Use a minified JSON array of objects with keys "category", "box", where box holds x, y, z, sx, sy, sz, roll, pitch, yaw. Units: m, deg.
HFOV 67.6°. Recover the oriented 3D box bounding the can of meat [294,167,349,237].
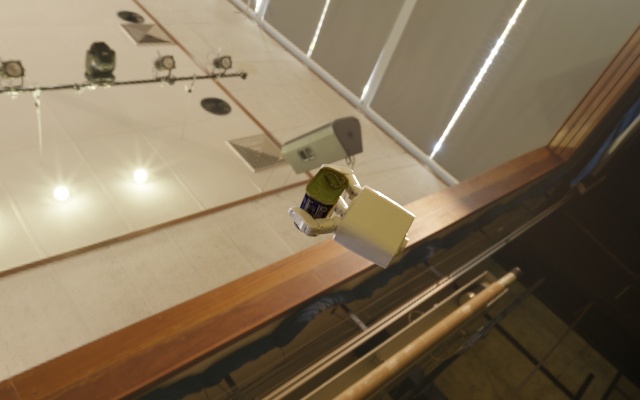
[{"category":"can of meat","box":[0.000,0.003,0.840,0.057,0.084,0.102,28,38,6]}]
